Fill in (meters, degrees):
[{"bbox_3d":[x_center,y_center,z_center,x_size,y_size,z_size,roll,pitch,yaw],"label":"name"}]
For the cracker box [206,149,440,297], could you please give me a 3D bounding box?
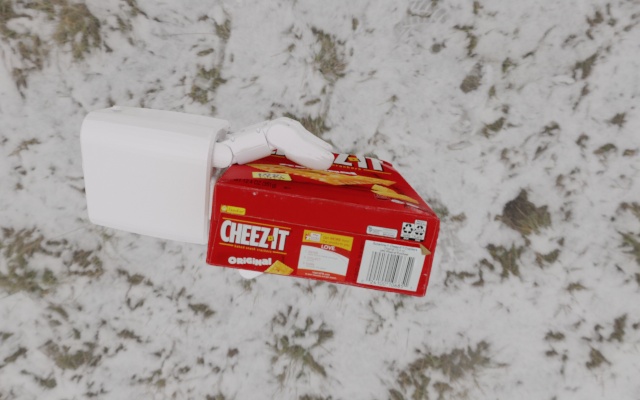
[{"bbox_3d":[0.000,0.002,0.437,0.164,0.072,0.213,9,15,-3],"label":"cracker box"}]
